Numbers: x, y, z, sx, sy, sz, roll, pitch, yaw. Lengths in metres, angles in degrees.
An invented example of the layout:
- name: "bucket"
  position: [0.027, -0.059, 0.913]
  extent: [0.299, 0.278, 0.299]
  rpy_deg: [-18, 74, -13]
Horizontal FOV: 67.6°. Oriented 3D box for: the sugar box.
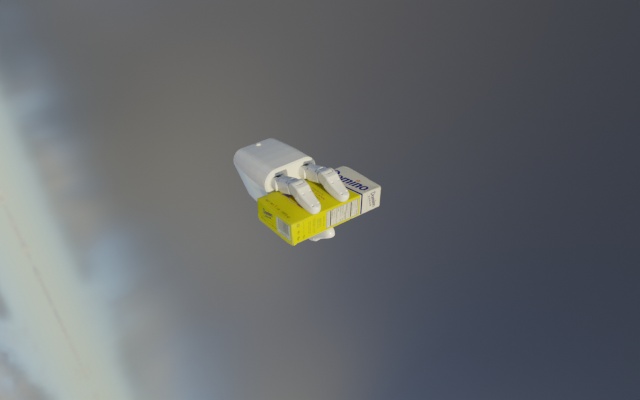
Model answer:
- name: "sugar box"
  position: [0.000, 0.002, 0.747]
  extent: [0.176, 0.048, 0.093]
  rpy_deg: [-25, 41, -31]
